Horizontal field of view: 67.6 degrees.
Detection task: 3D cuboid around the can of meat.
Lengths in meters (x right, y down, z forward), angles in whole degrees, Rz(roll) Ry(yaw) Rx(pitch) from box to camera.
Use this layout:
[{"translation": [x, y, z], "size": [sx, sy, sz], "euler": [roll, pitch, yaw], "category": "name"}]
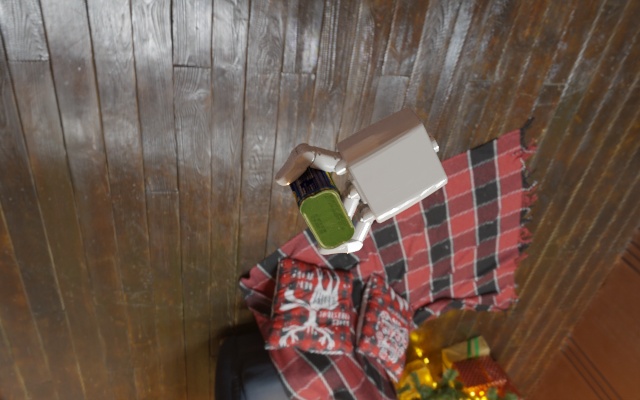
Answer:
[{"translation": [0.000, 0.002, 0.621], "size": [0.057, 0.102, 0.084], "euler": [-27, 39, 2], "category": "can of meat"}]
